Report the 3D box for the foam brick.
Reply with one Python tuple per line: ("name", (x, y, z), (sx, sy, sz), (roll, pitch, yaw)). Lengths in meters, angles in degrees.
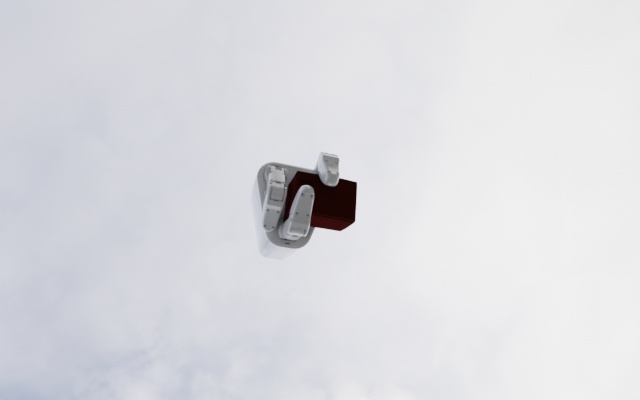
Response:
("foam brick", (0.000, 0.002, 0.582), (0.078, 0.053, 0.051), (11, -20, -12))
